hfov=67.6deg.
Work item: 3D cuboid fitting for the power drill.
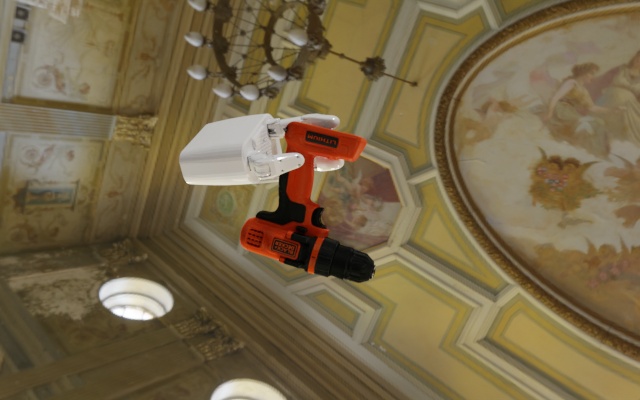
[{"bbox_3d":[0.000,0.002,0.621,0.184,0.187,0.057,16,3,8],"label":"power drill"}]
